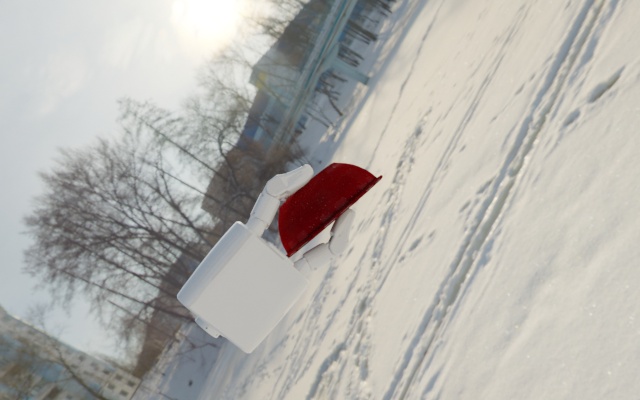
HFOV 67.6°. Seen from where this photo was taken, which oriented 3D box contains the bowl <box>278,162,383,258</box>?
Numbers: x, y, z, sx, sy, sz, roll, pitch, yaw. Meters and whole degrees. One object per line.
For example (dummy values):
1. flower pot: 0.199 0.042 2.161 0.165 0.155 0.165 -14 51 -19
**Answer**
1. bowl: 0.001 0.001 0.601 0.162 0.055 0.162 -40 -1 -1
